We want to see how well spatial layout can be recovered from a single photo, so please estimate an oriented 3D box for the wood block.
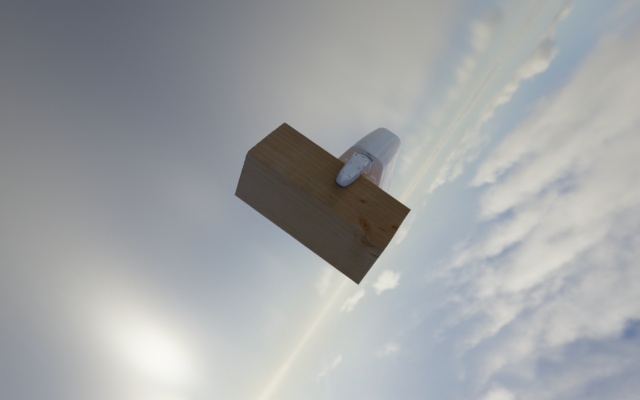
[{"bbox_3d":[0.001,0.002,0.633,0.206,0.091,0.090,35,47,8],"label":"wood block"}]
